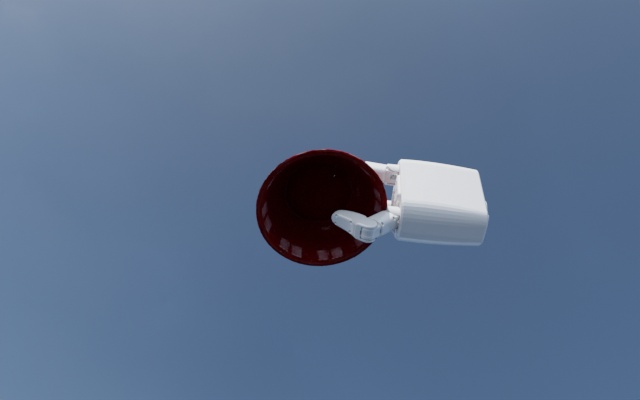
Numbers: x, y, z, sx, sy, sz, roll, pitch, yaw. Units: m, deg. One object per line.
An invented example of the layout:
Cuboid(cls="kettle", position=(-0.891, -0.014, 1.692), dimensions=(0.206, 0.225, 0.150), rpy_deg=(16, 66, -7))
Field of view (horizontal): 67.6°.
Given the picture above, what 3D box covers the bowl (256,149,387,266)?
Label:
Cuboid(cls="bowl", position=(-0.001, 0.001, 0.603), dimensions=(0.162, 0.162, 0.055), rpy_deg=(0, 27, -6))
